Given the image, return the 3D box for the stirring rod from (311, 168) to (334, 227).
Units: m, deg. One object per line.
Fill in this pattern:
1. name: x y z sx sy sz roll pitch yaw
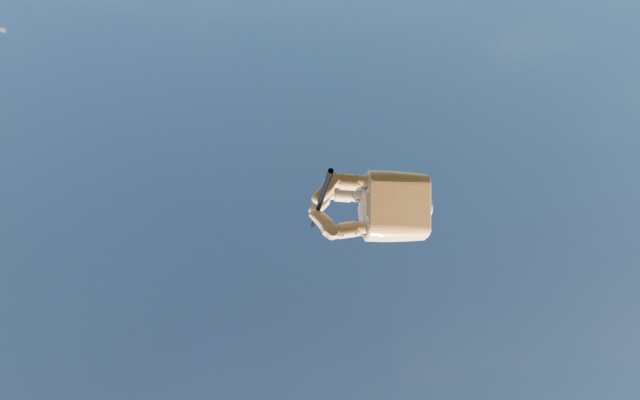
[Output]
1. stirring rod: 0.000 0.002 0.754 0.011 0.011 0.240 0 -21 -7
